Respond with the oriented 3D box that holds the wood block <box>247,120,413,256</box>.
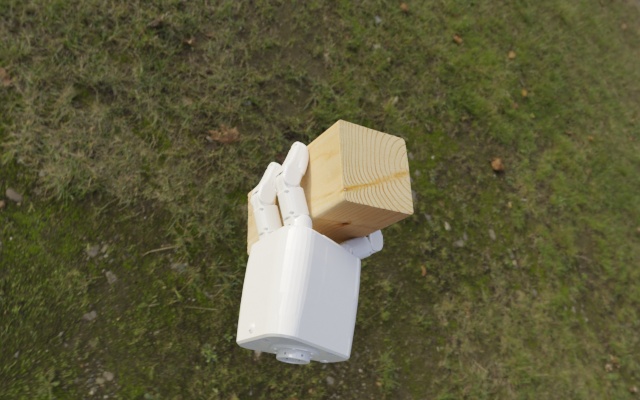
[{"bbox_3d":[0.000,0.002,0.555,0.091,0.090,0.206,11,-26,-32],"label":"wood block"}]
